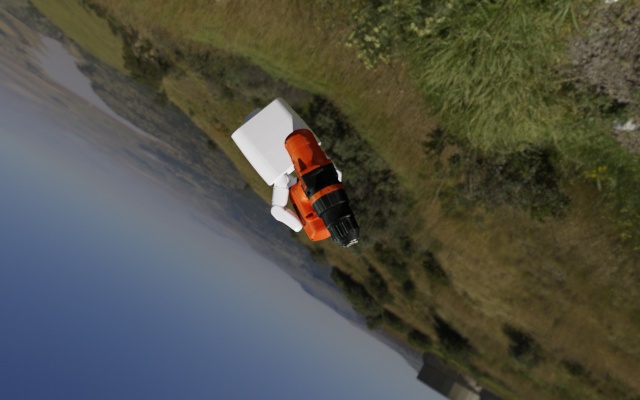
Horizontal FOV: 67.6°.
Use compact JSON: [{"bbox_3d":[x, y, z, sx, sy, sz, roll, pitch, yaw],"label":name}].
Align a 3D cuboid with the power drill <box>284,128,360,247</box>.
[{"bbox_3d":[0.000,0.002,0.734,0.057,0.184,0.188,-22,-16,-12],"label":"power drill"}]
